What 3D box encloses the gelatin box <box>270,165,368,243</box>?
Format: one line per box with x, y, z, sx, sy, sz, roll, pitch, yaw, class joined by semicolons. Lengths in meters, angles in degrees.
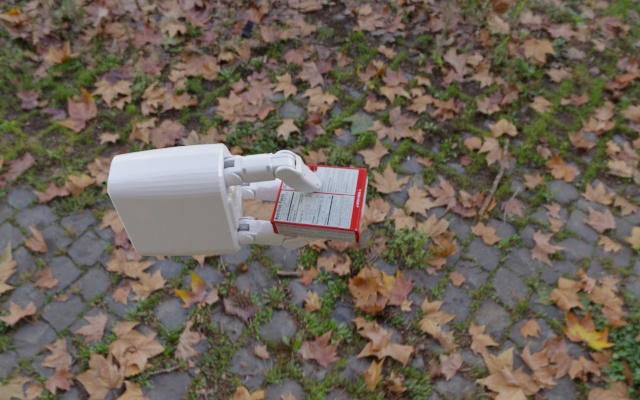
0.000;0.001;0.488;0.089;0.073;0.030;5;-31;11;gelatin box
